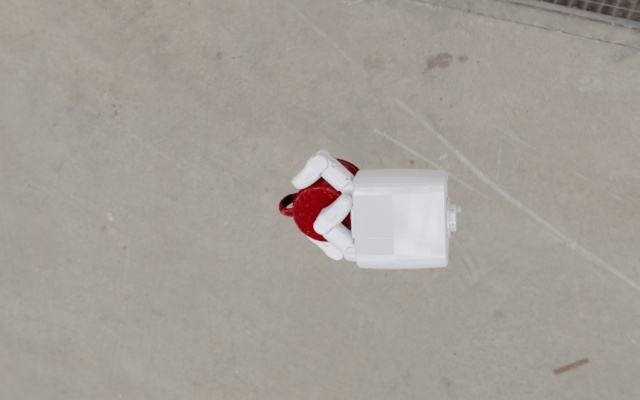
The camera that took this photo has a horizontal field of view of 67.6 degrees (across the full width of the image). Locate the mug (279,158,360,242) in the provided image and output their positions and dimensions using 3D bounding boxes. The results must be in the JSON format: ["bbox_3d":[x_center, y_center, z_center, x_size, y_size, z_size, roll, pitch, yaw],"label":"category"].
[{"bbox_3d":[-0.001,0.002,0.632,0.117,0.093,0.081,-2,25,17],"label":"mug"}]
